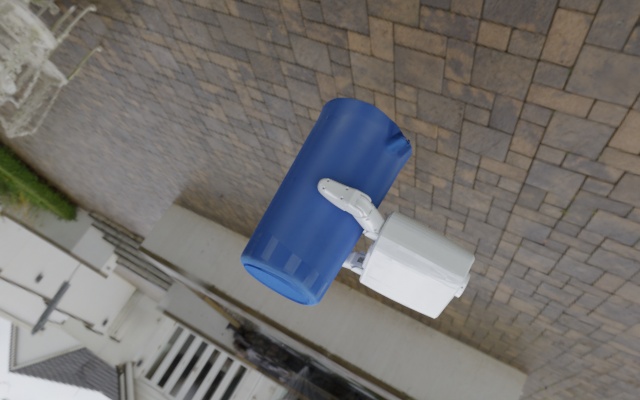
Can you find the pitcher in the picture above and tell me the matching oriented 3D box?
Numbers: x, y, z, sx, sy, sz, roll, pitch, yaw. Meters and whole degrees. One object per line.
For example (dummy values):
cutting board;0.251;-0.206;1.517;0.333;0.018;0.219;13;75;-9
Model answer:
pitcher;0.000;0.002;0.606;0.145;0.242;0.149;27;-21;11
